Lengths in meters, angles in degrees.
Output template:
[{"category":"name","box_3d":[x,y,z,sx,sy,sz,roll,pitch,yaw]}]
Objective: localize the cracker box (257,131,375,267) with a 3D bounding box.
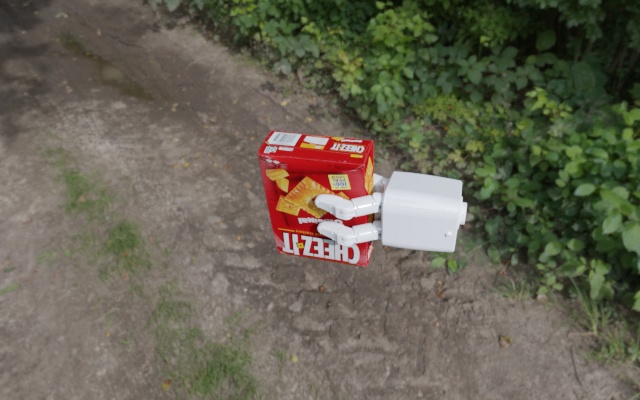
[{"category":"cracker box","box_3d":[0.000,0.002,0.755,0.164,0.214,0.072,8,42,16]}]
